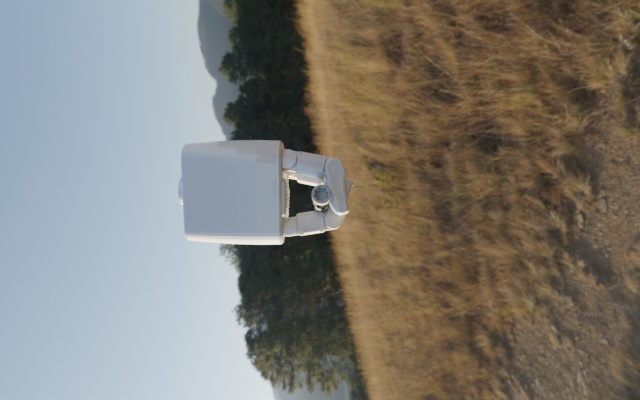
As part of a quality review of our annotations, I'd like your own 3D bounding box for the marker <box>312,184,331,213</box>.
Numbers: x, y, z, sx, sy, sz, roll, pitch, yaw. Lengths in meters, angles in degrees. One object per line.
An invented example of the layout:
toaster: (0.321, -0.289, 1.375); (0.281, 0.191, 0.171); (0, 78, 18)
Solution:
marker: (0.000, 0.002, 0.506); (0.020, 0.020, 0.121); (0, -7, -1)
